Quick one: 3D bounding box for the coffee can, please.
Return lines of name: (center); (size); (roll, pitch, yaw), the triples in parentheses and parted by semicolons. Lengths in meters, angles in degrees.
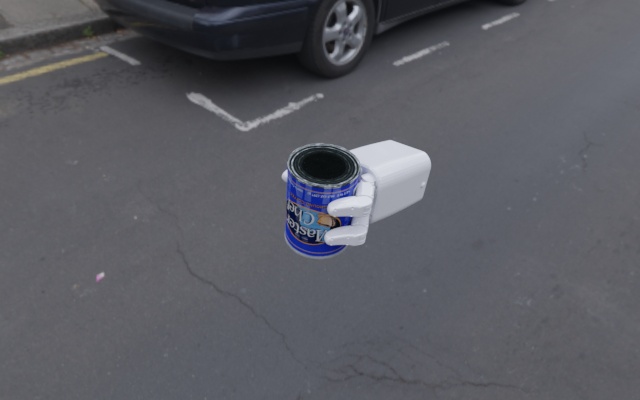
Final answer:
coffee can: (0.000, 0.002, 0.702); (0.103, 0.140, 0.102); (3, 41, -3)
